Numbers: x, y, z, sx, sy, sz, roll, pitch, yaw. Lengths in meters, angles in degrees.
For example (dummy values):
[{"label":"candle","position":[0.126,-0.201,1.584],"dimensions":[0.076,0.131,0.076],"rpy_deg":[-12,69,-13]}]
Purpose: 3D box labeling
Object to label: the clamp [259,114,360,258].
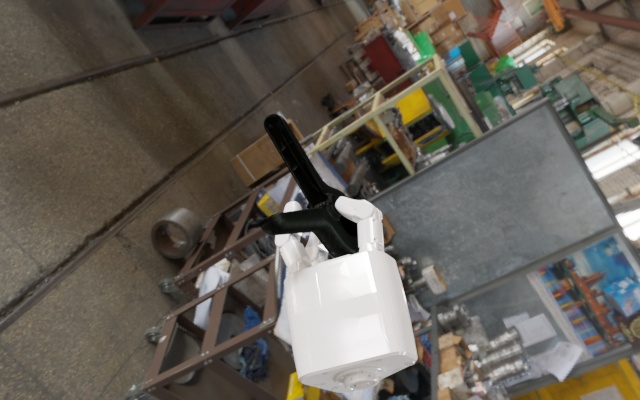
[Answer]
[{"label":"clamp","position":[0.001,0.002,0.561],"dimensions":[0.036,0.164,0.210],"rpy_deg":[-26,-39,26]}]
